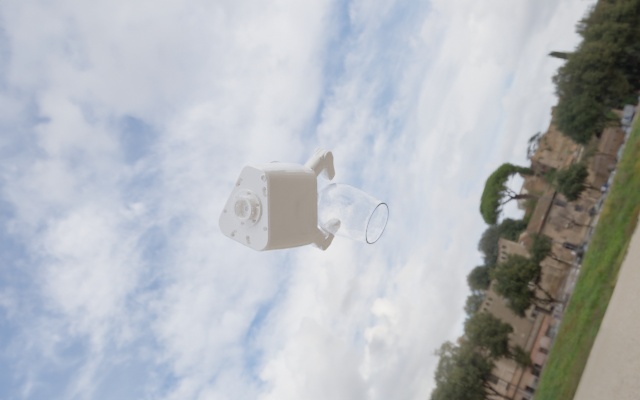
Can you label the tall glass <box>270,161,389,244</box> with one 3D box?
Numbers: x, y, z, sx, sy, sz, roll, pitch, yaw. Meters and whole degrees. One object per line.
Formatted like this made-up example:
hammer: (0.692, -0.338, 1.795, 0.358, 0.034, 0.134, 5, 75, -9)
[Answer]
tall glass: (0.000, 0.002, 0.719, 0.201, 0.079, 0.079, 21, 11, 31)
